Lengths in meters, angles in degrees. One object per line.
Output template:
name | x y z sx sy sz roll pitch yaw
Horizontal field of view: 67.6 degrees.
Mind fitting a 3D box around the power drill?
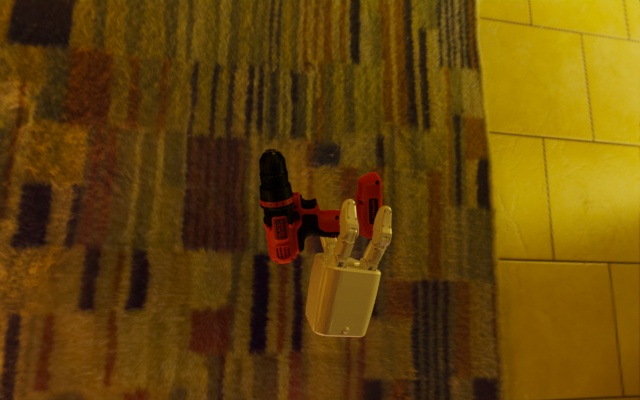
power drill | 0.001 0.003 0.747 0.187 0.184 0.057 -6 22 -4
